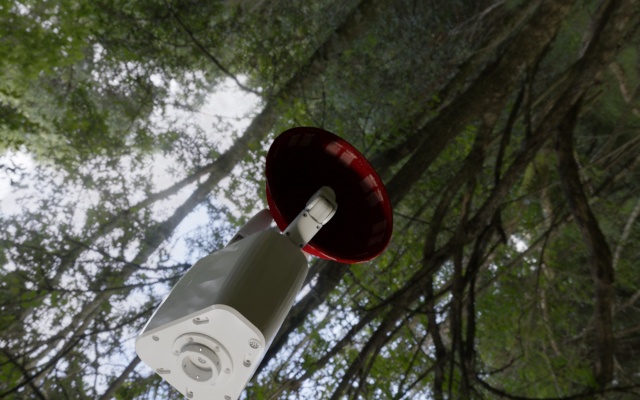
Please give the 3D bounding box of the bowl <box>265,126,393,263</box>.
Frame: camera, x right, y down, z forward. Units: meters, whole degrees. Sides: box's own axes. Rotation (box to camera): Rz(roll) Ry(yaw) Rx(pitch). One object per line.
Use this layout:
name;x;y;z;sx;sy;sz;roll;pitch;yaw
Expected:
bowl;0.001;0.001;0.514;0.162;0.162;0.055;0;-28;-39
